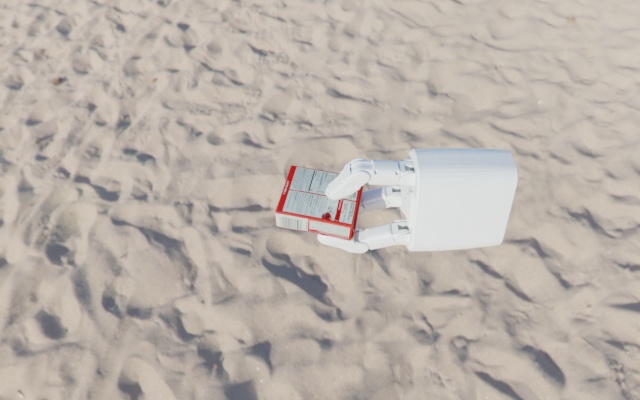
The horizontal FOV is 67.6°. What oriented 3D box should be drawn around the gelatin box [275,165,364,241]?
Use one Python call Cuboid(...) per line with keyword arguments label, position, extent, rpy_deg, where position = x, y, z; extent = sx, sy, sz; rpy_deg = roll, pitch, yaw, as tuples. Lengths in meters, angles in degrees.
Cuboid(label="gelatin box", position=(0.000, 0.001, 0.540), extent=(0.089, 0.073, 0.030), rpy_deg=(11, -39, 5))
